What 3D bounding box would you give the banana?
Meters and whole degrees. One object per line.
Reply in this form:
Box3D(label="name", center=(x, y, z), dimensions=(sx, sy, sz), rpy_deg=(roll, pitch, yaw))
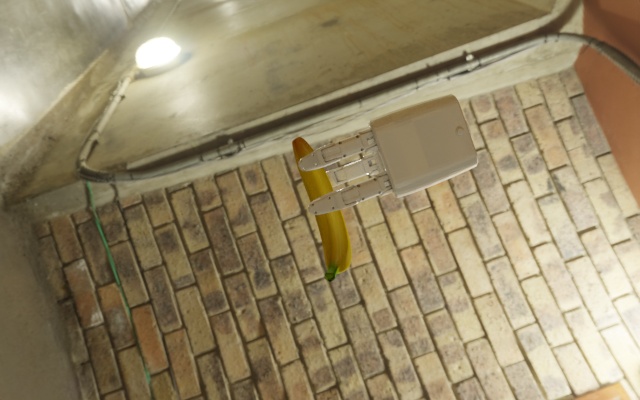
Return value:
Box3D(label="banana", center=(0.006, 0.011, 0.613), dimensions=(0.037, 0.197, 0.070), rpy_deg=(-20, -23, 7))
